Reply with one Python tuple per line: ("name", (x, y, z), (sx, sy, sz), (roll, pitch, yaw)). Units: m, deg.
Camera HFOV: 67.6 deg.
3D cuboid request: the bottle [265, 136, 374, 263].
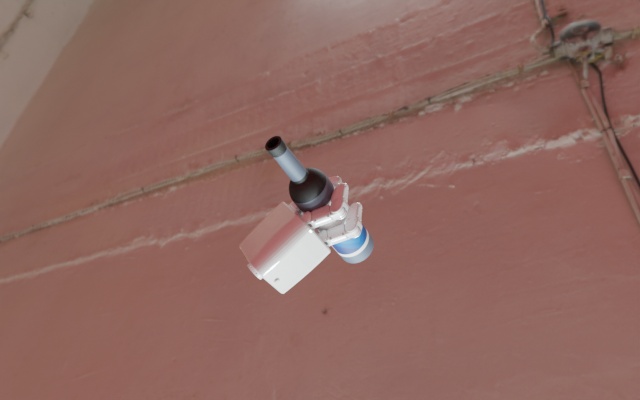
("bottle", (0.000, 0.003, 0.772), (0.069, 0.069, 0.296), (0, -35, 33))
